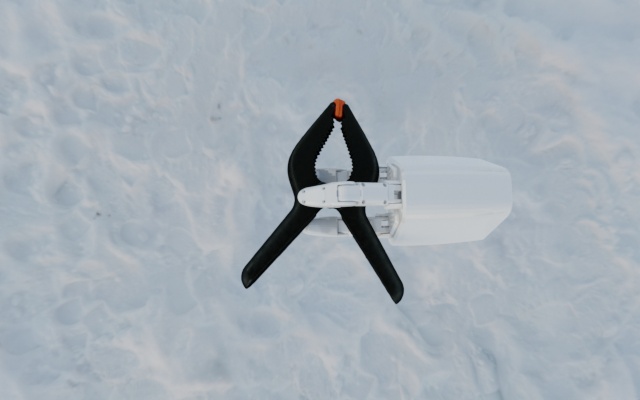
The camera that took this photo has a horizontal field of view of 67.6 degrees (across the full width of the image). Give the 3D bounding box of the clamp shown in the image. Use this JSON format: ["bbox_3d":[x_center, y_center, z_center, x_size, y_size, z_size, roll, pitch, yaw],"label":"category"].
[{"bbox_3d":[0.000,0.001,0.491,0.164,0.210,0.036,-1,-5,0],"label":"clamp"}]
